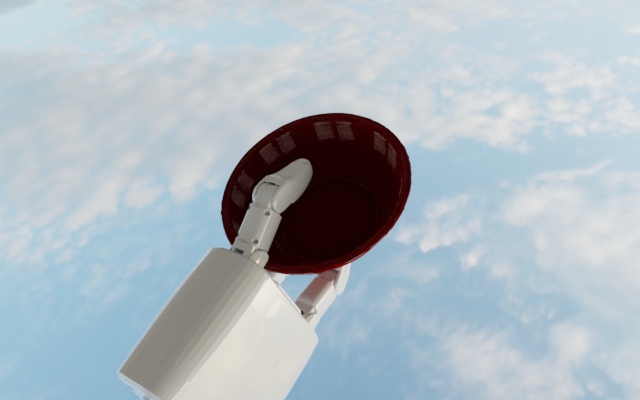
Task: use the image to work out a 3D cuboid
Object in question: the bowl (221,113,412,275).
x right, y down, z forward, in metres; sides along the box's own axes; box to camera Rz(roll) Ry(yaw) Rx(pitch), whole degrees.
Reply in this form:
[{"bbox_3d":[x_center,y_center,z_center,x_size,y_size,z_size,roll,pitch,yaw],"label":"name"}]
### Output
[{"bbox_3d":[0.001,0.001,0.410,0.162,0.162,0.055,0,-34,20],"label":"bowl"}]
